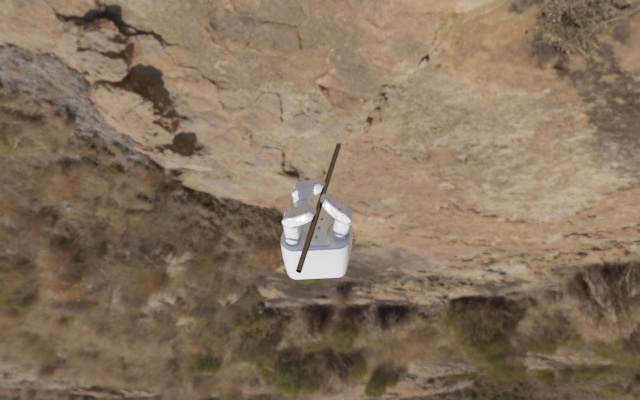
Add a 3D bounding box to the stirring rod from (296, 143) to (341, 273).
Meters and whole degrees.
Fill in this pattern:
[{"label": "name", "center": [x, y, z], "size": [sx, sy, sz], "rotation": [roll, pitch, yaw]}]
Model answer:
[{"label": "stirring rod", "center": [0.000, 0.002, 0.709], "size": [0.011, 0.239, 0.011], "rotation": [11, -36, 9]}]
